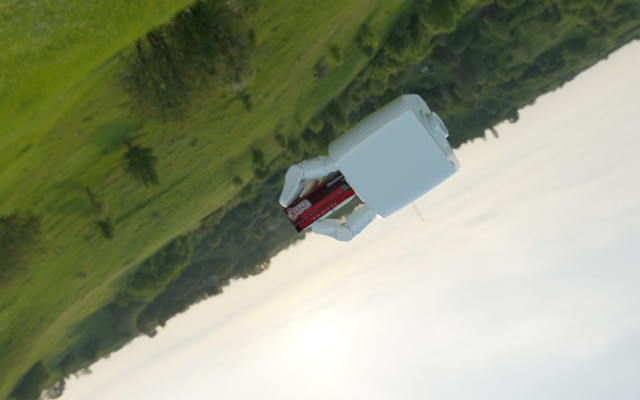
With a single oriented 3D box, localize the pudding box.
[{"bbox_3d":[0.000,0.002,0.619,0.090,0.039,0.113,-33,-3,-1],"label":"pudding box"}]
